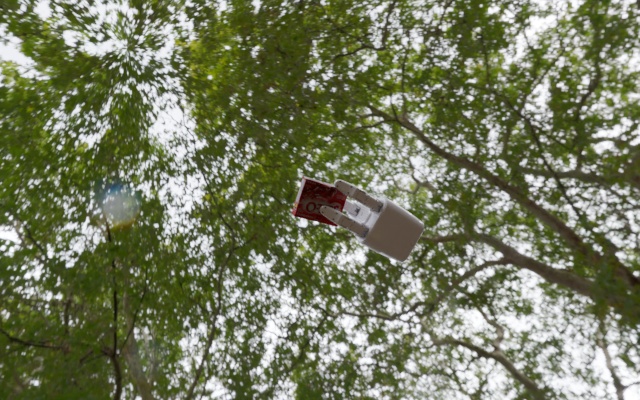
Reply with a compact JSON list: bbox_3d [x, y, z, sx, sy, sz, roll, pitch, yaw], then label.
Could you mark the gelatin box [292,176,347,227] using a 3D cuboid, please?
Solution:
[{"bbox_3d":[0.000,0.003,0.884,0.089,0.073,0.030,16,9,-18],"label":"gelatin box"}]
